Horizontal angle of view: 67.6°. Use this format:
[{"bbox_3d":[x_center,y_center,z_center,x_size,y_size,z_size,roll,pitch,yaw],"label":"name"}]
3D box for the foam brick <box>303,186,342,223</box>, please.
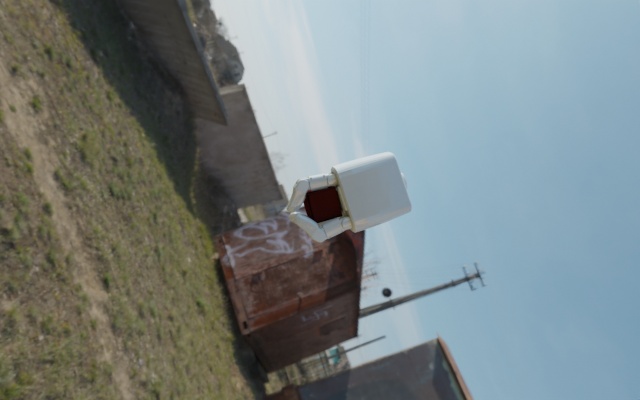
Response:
[{"bbox_3d":[0.000,0.003,0.821,0.051,0.053,0.078,-17,13,-8],"label":"foam brick"}]
